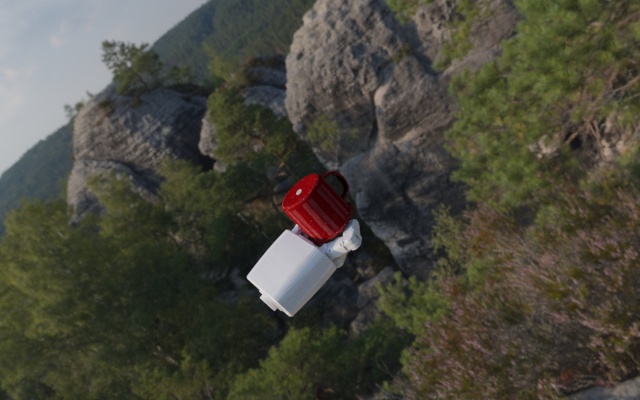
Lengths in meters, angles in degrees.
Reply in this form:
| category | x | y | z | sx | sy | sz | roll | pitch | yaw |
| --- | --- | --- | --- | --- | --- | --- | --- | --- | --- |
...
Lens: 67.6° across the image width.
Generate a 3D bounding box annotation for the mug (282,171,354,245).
| category | x | y | z | sx | sy | sz | roll | pitch | yaw |
| --- | --- | --- | --- | --- | --- | --- | --- | --- | --- |
| mug | 0.001 | 0.001 | 0.774 | 0.081 | 0.117 | 0.093 | 47 | -15 | -22 |
